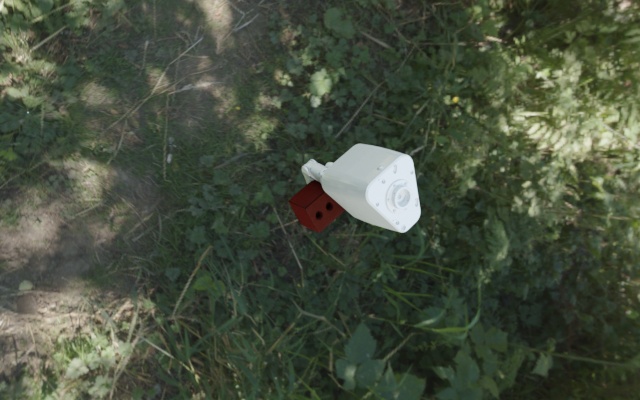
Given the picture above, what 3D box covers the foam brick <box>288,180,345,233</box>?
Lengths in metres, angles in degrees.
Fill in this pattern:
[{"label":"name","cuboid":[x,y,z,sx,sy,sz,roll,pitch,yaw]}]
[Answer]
[{"label":"foam brick","cuboid":[0.000,0.003,0.748,0.078,0.053,0.051,-41,34,-18]}]
